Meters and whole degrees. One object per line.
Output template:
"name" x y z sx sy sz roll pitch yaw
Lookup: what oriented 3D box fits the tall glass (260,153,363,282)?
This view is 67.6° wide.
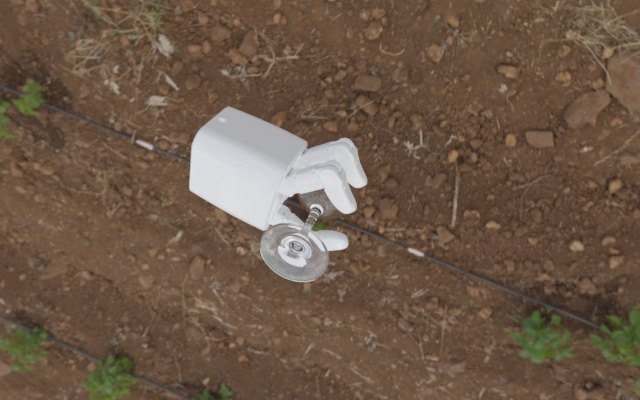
"tall glass" 0.000 0.002 0.561 0.079 0.079 0.201 0 31 19
